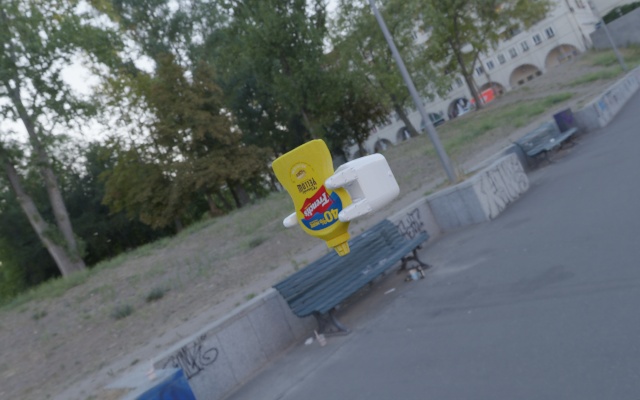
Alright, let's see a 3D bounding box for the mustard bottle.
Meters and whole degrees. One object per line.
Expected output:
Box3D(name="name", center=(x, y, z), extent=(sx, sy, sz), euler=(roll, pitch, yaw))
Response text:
Box3D(name="mustard bottle", center=(0.000, 0.002, 0.793), extent=(0.096, 0.191, 0.058), euler=(-25, 0, 20))
